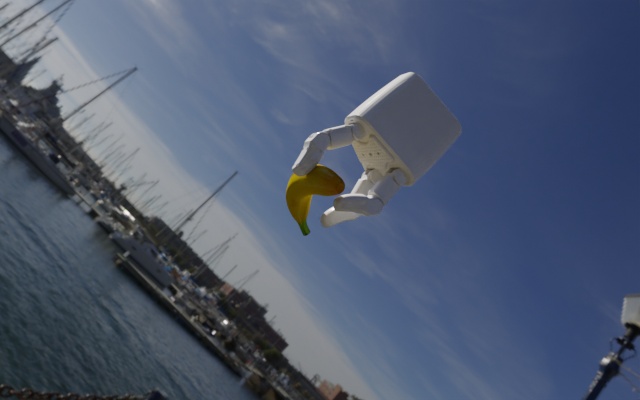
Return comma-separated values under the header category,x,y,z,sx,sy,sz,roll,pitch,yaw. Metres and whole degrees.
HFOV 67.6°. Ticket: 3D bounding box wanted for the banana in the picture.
category,x,y,z,sx,sy,sz,roll,pitch,yaw
banana,-0.013,-0.011,0.622,0.037,0.069,0.198,-40,-6,-21
